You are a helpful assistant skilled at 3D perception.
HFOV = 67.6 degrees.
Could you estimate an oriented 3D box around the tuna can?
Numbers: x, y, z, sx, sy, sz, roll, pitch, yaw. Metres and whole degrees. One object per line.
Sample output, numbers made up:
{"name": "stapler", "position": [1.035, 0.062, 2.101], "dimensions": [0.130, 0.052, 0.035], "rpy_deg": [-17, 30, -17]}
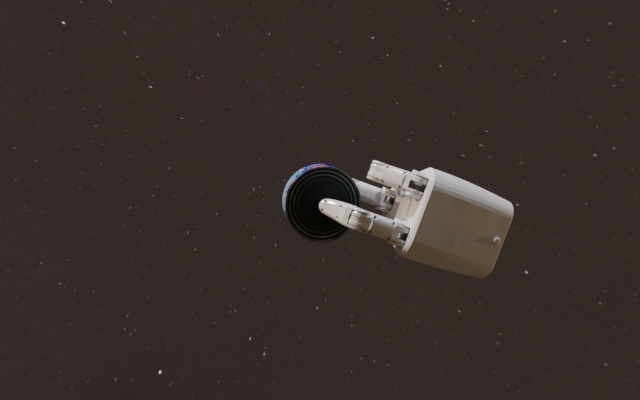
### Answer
{"name": "tuna can", "position": [0.000, 0.002, 0.541], "dimensions": [0.086, 0.086, 0.033], "rpy_deg": [0, 11, -13]}
